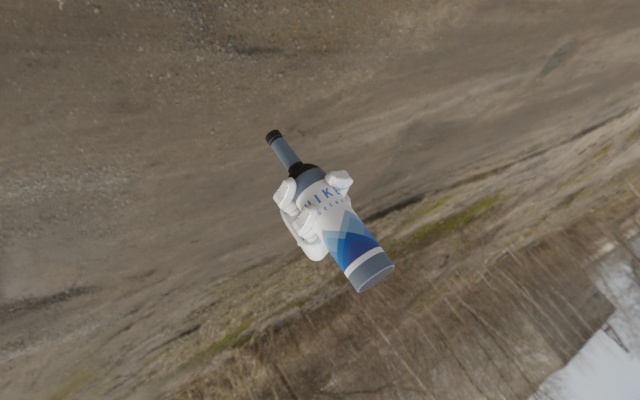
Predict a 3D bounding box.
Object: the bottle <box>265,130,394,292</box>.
[{"bbox_3d":[0.000,0.003,0.743,0.069,0.295,0.069,-31,-21,-13],"label":"bottle"}]
